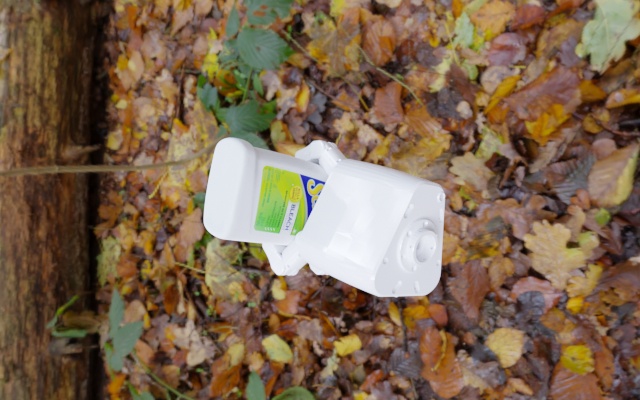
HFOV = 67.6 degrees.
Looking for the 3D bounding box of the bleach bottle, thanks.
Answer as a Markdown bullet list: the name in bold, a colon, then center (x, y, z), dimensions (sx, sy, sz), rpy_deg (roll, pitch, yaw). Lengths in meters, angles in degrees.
- **bleach bottle**: center (0.000, 0.002, 0.540), dimensions (0.251, 0.102, 0.068), rpy_deg (7, 7, -39)
